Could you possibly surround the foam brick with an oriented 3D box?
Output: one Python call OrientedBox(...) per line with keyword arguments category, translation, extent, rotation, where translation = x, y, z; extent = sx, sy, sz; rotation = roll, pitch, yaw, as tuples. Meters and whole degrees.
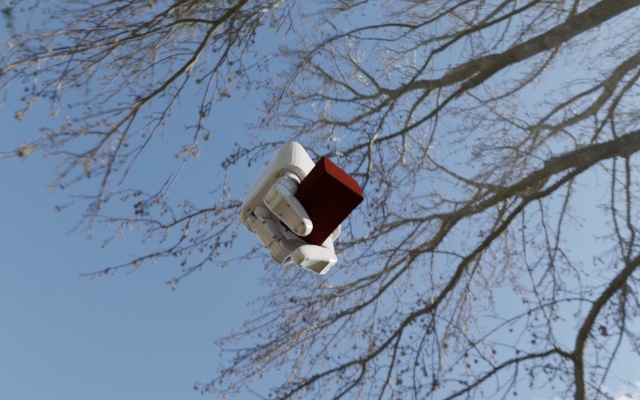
OrientedBox(category="foam brick", translation=(0.000, 0.002, 0.510), extent=(0.053, 0.078, 0.051), rotation=(37, 18, -16))
